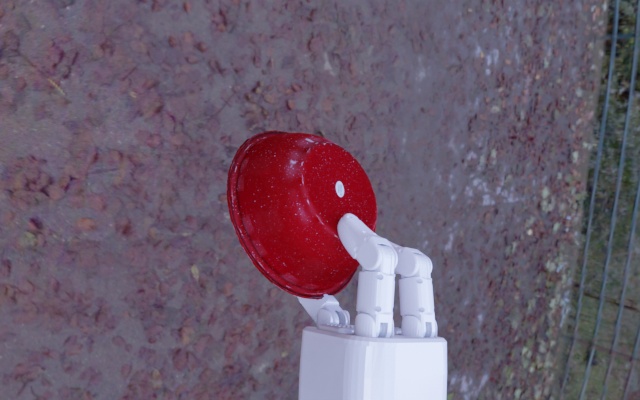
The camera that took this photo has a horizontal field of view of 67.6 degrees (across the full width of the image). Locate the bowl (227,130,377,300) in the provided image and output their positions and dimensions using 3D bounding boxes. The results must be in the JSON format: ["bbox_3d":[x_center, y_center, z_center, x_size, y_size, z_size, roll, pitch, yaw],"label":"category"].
[{"bbox_3d":[0.000,0.000,0.420,0.055,0.162,0.162,-27,-18,39],"label":"bowl"}]
